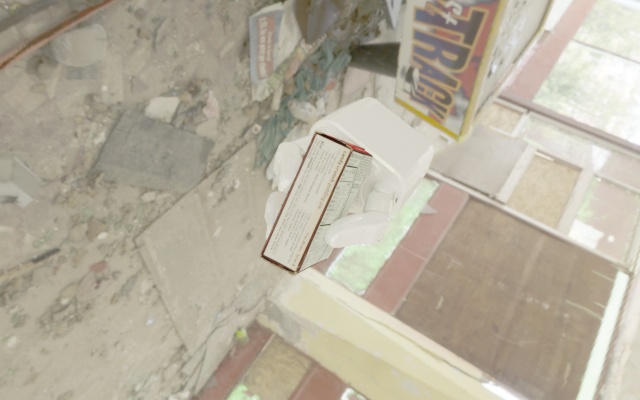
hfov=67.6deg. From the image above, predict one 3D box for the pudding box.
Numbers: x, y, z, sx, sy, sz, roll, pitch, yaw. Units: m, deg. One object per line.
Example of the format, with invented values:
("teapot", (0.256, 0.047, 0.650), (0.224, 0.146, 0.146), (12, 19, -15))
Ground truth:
("pudding box", (0.000, 0.001, 0.409), (0.039, 0.113, 0.090), (25, 8, 15))
